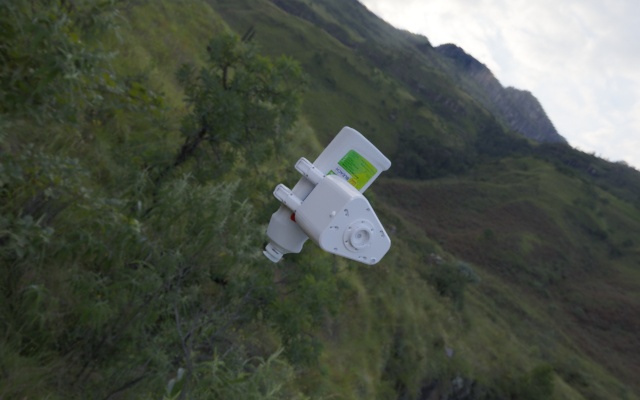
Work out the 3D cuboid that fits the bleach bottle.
[{"bbox_3d":[0.000,0.003,0.800,0.102,0.251,0.068,38,2,-26],"label":"bleach bottle"}]
